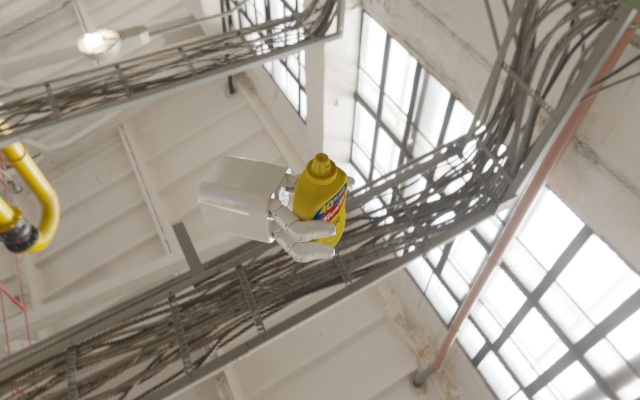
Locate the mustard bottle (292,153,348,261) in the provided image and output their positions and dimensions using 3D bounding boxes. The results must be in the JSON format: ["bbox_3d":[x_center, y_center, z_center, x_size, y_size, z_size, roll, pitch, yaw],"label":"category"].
[{"bbox_3d":[0.000,0.003,0.682,0.058,0.096,0.192,34,-30,23],"label":"mustard bottle"}]
